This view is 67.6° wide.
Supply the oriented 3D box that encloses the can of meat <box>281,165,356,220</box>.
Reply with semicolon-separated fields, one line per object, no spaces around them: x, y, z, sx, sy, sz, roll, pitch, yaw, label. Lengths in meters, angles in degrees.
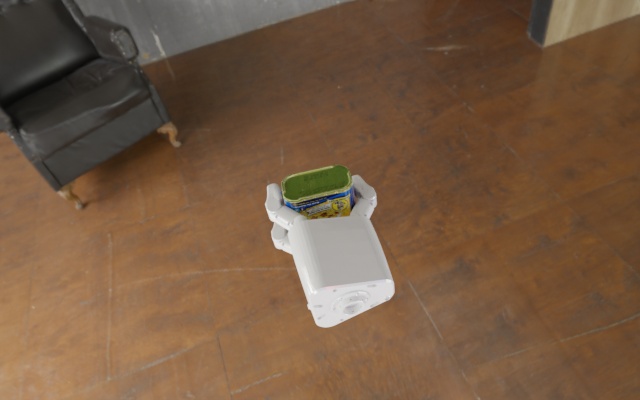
0.000;0.002;0.672;0.102;0.057;0.084;-13;-42;-1;can of meat
